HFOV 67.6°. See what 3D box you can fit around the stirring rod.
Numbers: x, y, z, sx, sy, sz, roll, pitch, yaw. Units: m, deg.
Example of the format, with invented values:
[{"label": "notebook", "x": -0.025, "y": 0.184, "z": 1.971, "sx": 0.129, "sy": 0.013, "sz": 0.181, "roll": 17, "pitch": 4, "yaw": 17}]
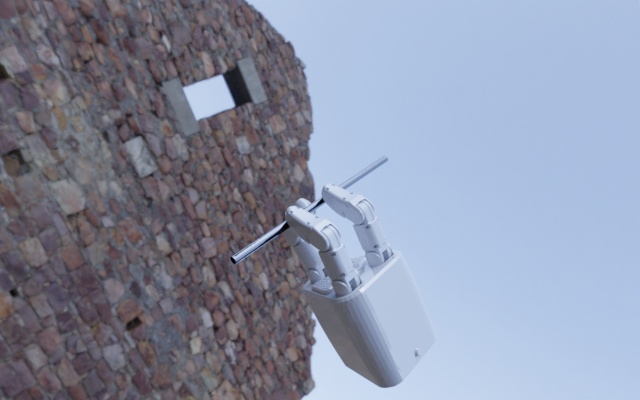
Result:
[{"label": "stirring rod", "x": 0.000, "y": 0.002, "z": 0.503, "sx": 0.011, "sy": 0.011, "sz": 0.239, "roll": 0, "pitch": 26, "yaw": 46}]
